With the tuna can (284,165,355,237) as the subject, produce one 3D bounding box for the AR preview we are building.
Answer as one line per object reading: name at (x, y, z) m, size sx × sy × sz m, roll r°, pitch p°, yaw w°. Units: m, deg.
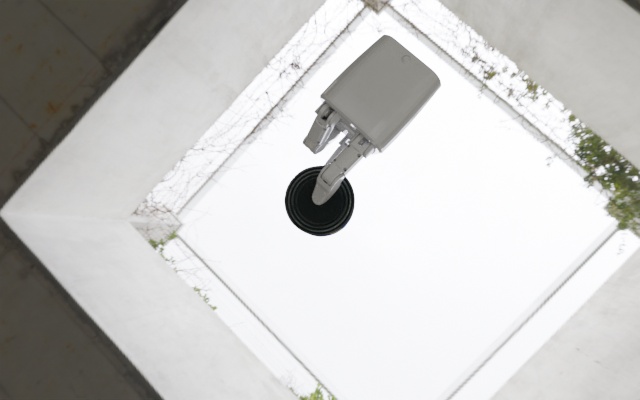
tuna can at (0.000, 0.002, 0.591) m, size 0.086 × 0.086 × 0.034 m, roll 0°, pitch -8°, yaw 5°
